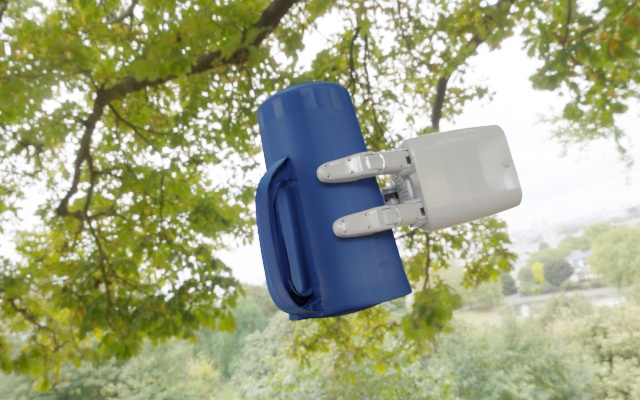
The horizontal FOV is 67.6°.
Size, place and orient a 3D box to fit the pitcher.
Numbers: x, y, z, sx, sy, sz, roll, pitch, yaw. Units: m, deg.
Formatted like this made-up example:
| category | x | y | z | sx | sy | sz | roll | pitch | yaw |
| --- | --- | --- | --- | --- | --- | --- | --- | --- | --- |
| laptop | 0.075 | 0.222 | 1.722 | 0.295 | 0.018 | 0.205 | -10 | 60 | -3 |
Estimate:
| category | x | y | z | sx | sy | sz | roll | pitch | yaw |
| --- | --- | --- | --- | --- | --- | --- | --- | --- | --- |
| pitcher | 0.000 | 0.002 | 0.512 | 0.145 | 0.243 | 0.149 | -13 | -9 | -6 |
